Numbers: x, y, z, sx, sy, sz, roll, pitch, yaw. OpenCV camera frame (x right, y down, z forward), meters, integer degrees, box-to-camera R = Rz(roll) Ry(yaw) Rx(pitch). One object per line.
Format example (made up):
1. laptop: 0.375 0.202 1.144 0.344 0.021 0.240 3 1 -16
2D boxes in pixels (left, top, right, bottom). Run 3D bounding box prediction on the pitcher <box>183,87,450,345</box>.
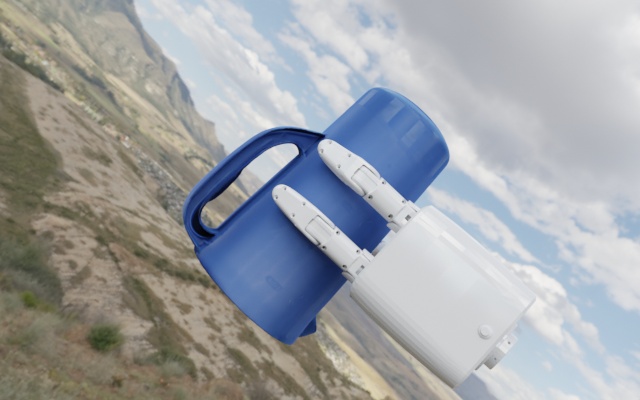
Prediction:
1. pitcher: 0.000 0.002 0.461 0.145 0.243 0.149 42 -4 25
